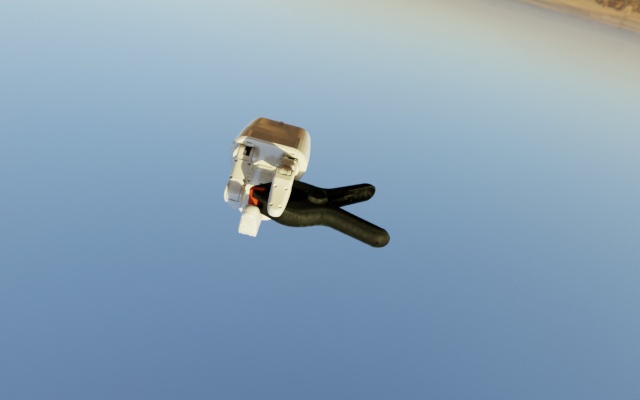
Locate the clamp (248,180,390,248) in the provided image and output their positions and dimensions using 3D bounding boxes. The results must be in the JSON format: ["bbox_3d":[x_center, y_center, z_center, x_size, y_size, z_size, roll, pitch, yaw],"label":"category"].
[{"bbox_3d":[0.000,0.002,0.589,0.171,0.039,0.120,15,26,-3],"label":"clamp"}]
